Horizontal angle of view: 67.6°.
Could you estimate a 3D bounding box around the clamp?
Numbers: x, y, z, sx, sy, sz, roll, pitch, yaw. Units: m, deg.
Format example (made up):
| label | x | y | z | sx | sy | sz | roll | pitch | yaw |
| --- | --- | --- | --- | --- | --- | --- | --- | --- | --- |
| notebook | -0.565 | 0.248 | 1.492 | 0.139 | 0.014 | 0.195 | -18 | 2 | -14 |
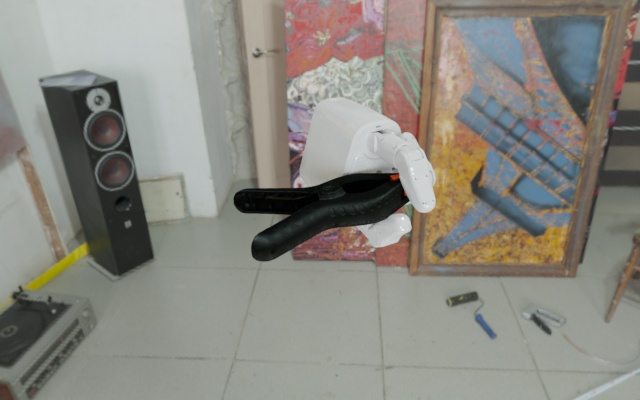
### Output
| label | x | y | z | sx | sy | sz | roll | pitch | yaw |
| --- | --- | --- | --- | --- | --- | --- | --- | --- | --- |
| clamp | 0.000 | 0.001 | 0.450 | 0.171 | 0.039 | 0.120 | -14 | 32 | -22 |
